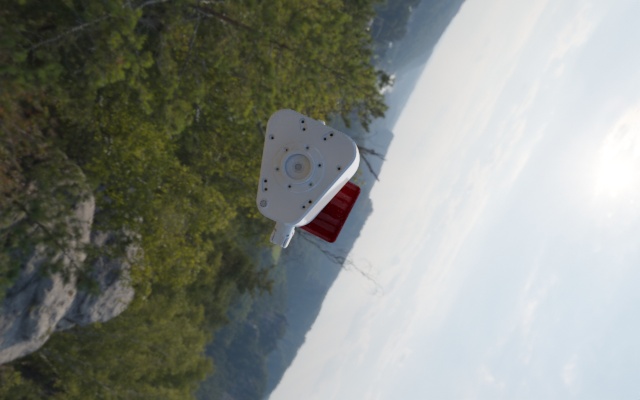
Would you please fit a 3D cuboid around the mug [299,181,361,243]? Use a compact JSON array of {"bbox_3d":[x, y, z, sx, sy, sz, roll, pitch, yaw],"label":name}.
[{"bbox_3d":[0.000,0.002,0.626,0.081,0.093,0.117,27,3,4],"label":"mug"}]
